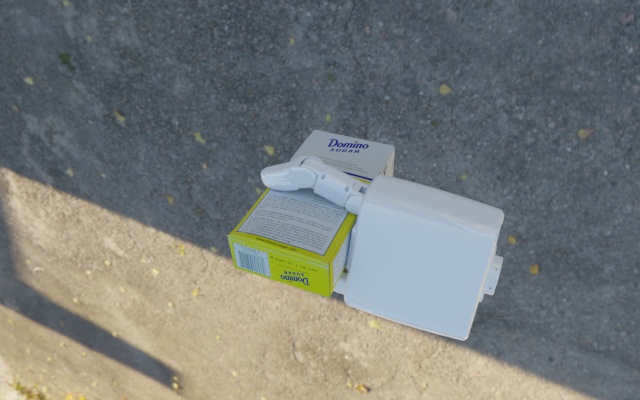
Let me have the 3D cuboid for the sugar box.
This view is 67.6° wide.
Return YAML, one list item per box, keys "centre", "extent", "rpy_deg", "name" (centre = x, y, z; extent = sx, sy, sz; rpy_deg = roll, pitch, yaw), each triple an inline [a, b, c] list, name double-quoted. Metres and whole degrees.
- centre: [0.000, 0.002, 0.445]
  extent: [0.093, 0.048, 0.176]
  rpy_deg: [15, 40, 19]
  name: "sugar box"
